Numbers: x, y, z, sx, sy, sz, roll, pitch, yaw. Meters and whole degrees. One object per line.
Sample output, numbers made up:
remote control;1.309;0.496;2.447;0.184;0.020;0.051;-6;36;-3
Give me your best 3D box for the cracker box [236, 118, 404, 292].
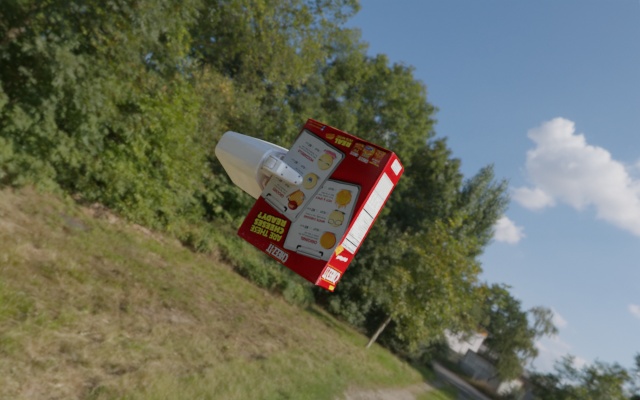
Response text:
cracker box;0.000;0.002;0.715;0.164;0.213;0.072;27;-6;32
